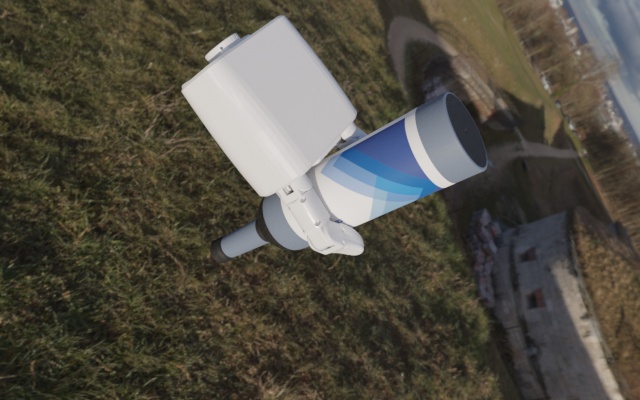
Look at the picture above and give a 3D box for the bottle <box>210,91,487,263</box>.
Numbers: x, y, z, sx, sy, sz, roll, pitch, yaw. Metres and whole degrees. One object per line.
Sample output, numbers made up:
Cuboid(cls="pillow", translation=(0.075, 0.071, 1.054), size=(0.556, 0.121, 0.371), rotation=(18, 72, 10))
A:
Cuboid(cls="bottle", translation=(0.000, 0.001, 0.441), size=(0.296, 0.069, 0.069), rotation=(-26, -15, 33))
